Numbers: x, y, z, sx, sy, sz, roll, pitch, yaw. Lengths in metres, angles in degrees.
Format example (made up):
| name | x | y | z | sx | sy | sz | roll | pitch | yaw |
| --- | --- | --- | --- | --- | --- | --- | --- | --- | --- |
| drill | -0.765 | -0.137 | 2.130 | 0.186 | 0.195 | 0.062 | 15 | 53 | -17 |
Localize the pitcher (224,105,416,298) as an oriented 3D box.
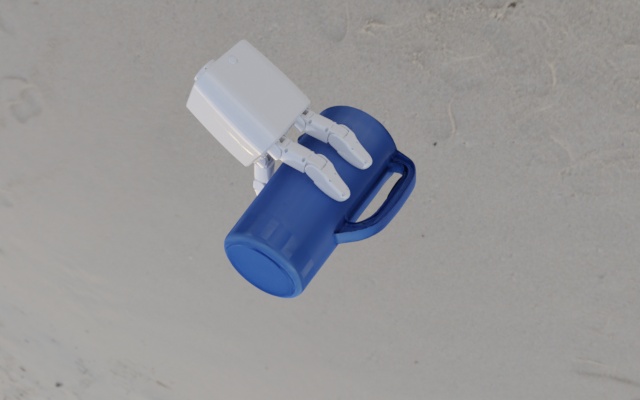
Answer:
| name | x | y | z | sx | sy | sz | roll | pitch | yaw |
| --- | --- | --- | --- | --- | --- | --- | --- | --- | --- |
| pitcher | 0.000 | 0.002 | 0.598 | 0.149 | 0.145 | 0.242 | -30 | 19 | 54 |
